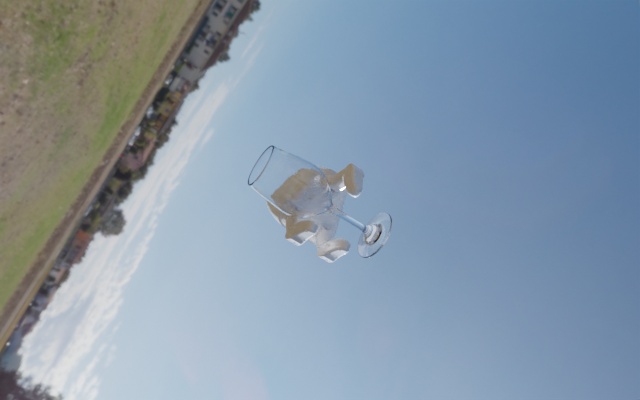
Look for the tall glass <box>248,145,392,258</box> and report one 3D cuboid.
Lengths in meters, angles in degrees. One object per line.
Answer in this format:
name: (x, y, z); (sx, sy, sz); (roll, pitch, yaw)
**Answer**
tall glass: (0.001, 0.002, 0.662); (0.201, 0.079, 0.079); (32, -13, -21)
